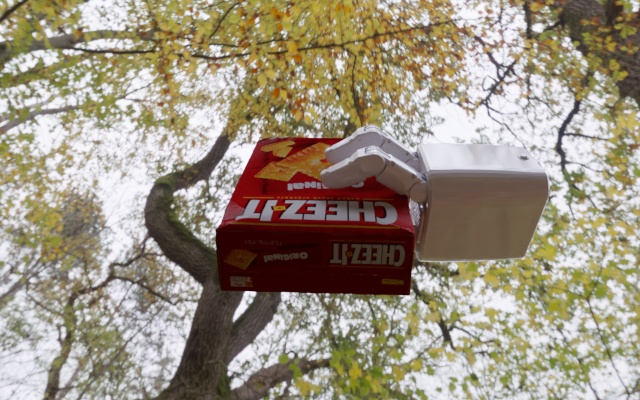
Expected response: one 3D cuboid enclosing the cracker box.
[{"bbox_3d":[0.000,0.002,0.483,0.164,0.072,0.213,1,27,3],"label":"cracker box"}]
